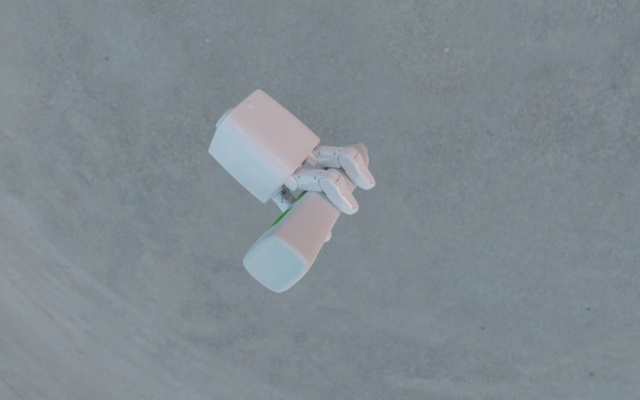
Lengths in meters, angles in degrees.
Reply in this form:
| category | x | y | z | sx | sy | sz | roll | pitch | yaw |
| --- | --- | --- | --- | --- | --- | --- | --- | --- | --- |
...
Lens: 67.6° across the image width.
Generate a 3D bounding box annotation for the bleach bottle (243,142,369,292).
| category | x | y | z | sx | sy | sz | roll | pitch | yaw |
| --- | --- | --- | --- | --- | --- | --- | --- | --- | --- |
| bleach bottle | 0.000 | 0.002 | 0.637 | 0.103 | 0.068 | 0.250 | -44 | 7 | 46 |
